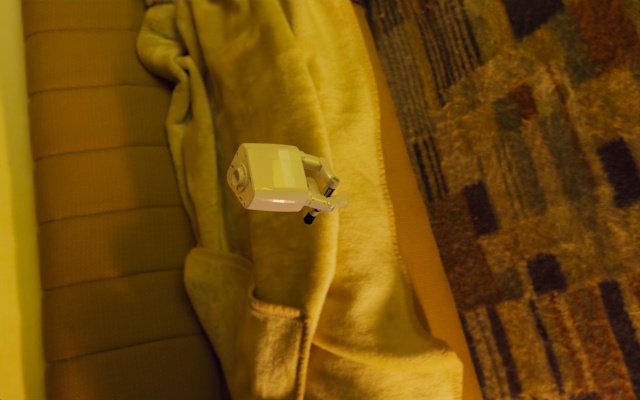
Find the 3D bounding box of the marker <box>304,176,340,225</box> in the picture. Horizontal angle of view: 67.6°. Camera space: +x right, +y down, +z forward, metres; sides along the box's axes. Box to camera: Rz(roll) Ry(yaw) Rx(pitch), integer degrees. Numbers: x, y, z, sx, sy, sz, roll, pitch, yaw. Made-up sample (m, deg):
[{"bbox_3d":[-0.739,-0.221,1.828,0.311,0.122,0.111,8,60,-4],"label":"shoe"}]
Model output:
[{"bbox_3d":[0.000,0.003,0.878,0.020,0.020,0.121,0,-41,-36],"label":"marker"}]
